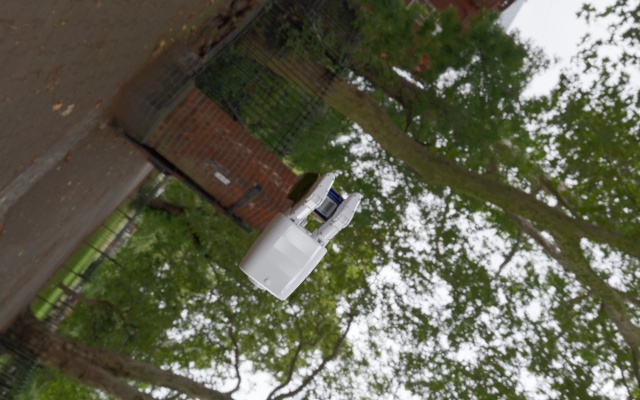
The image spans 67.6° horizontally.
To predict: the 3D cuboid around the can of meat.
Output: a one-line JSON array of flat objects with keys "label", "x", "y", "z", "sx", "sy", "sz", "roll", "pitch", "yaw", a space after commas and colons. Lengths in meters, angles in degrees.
[{"label": "can of meat", "x": 0.000, "y": 0.003, "z": 0.788, "sx": 0.084, "sy": 0.057, "sz": 0.102, "roll": 40, "pitch": -7, "yaw": -16}]
